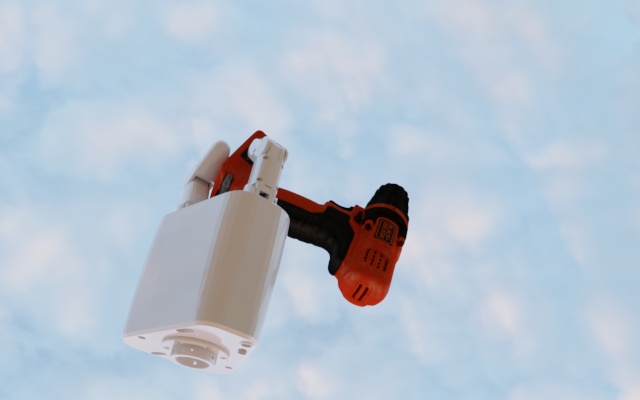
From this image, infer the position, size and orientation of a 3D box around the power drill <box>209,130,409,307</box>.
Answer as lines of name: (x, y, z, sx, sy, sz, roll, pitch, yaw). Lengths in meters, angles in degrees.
power drill: (0.000, 0.002, 0.476, 0.187, 0.057, 0.184, 27, 32, 2)
